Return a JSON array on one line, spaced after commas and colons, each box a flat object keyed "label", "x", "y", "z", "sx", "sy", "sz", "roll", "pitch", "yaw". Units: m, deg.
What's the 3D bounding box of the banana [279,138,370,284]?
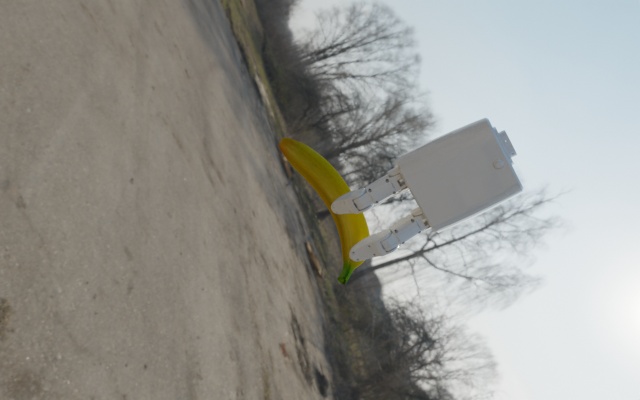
[{"label": "banana", "x": 0.014, "y": 0.002, "z": 0.603, "sx": 0.069, "sy": 0.197, "sz": 0.037, "roll": -13, "pitch": -17, "yaw": -45}]
